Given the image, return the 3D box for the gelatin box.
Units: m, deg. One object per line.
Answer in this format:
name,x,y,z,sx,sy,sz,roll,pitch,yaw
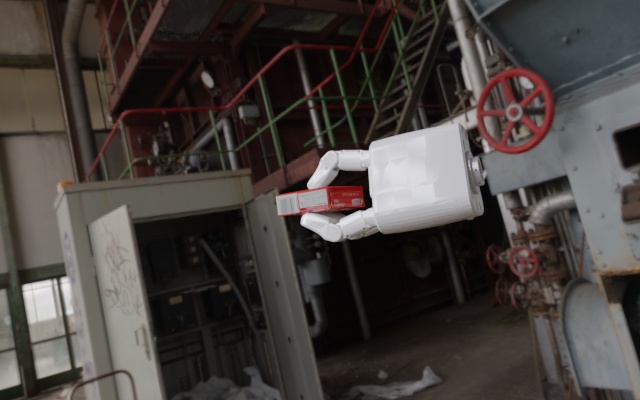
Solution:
gelatin box,0.000,0.002,0.608,0.089,0.030,0.073,-9,-4,38
